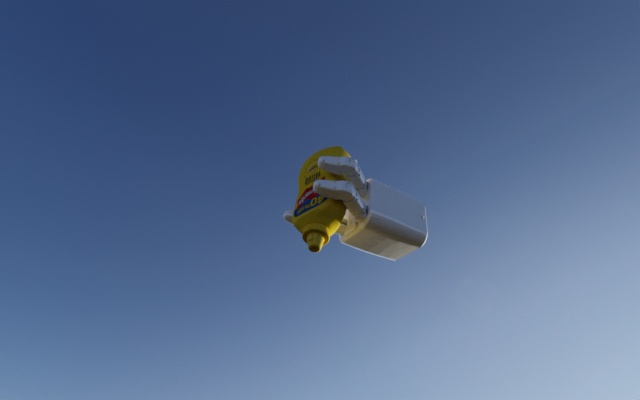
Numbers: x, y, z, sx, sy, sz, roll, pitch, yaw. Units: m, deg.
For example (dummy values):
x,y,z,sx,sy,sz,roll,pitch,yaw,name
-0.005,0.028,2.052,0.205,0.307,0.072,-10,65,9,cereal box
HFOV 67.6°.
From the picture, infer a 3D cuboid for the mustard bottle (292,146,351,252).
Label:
x,y,z,sx,sy,sz,roll,pitch,yaw,name
0.000,0.002,0.750,0.096,0.191,0.058,-27,-54,30,mustard bottle
